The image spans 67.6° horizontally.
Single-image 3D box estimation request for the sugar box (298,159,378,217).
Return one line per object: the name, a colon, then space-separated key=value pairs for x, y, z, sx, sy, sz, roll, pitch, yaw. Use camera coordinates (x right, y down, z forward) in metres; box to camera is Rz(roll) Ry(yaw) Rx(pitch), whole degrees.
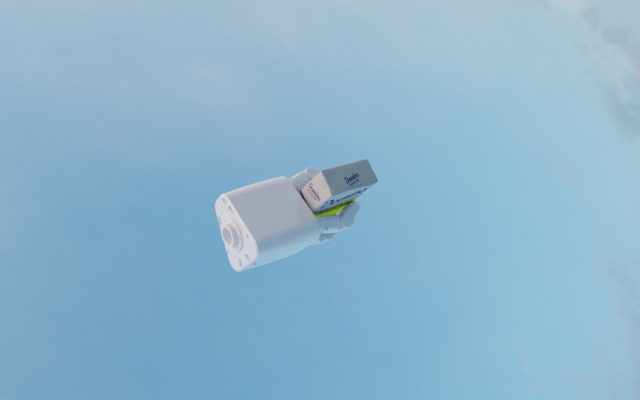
sugar box: x=0.000 y=0.003 z=0.735 sx=0.093 sy=0.048 sz=0.176 roll=-17 pitch=-12 yaw=-37
